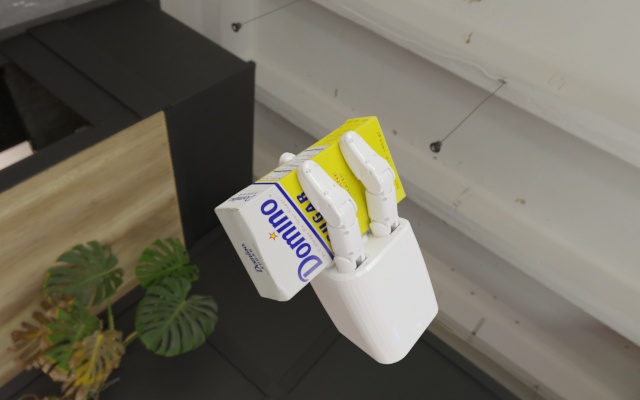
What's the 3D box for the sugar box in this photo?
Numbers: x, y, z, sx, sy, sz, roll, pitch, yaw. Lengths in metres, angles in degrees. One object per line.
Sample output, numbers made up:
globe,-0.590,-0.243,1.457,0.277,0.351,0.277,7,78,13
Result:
sugar box,0.001,0.001,0.436,0.048,0.093,0.176,-1,30,48
